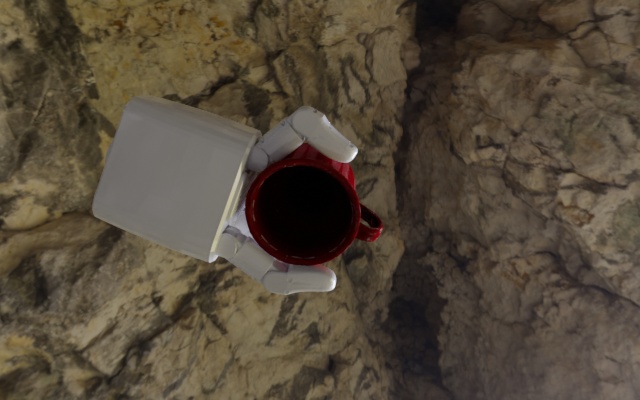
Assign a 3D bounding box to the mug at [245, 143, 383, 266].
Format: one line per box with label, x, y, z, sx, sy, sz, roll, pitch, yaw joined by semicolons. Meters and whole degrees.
mug;0.001;0.002;0.417;0.117;0.093;0.081;21;21;-3
